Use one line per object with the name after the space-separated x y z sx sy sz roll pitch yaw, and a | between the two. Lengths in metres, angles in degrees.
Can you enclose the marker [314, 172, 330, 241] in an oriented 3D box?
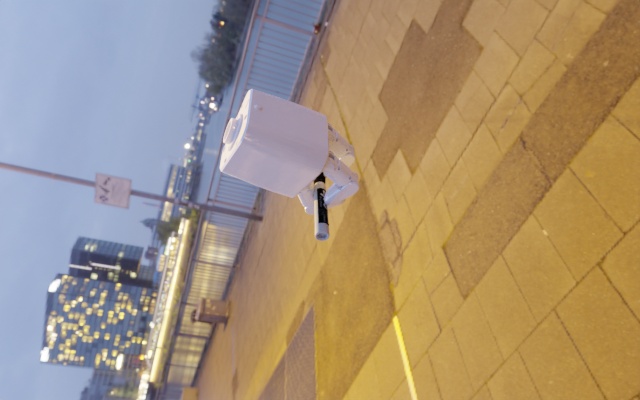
0.000 0.002 0.648 0.020 0.121 0.020 -1 -43 -1 | marker
